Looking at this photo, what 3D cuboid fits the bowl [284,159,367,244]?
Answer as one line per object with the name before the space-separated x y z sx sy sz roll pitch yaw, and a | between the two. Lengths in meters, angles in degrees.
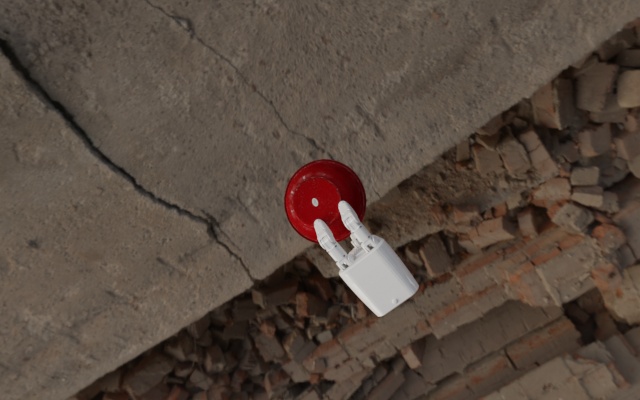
bowl | -0.001 0.002 0.877 0.162 0.162 0.055 0 1 17
